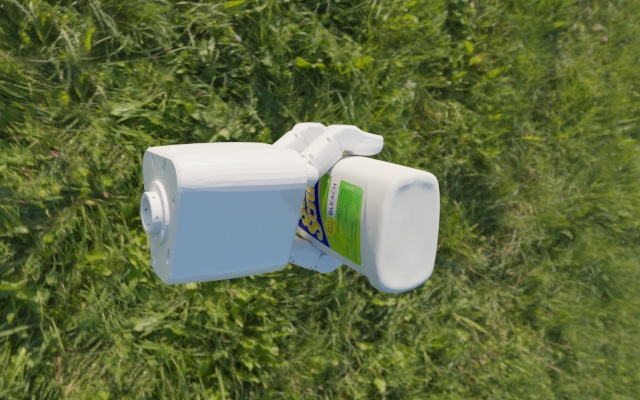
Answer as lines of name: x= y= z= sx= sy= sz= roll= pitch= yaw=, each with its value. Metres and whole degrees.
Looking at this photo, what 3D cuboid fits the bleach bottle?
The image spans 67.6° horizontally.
bleach bottle: x=0.000 y=0.001 z=0.473 sx=0.068 sy=0.102 sz=0.251 roll=-6 pitch=14 yaw=-35
